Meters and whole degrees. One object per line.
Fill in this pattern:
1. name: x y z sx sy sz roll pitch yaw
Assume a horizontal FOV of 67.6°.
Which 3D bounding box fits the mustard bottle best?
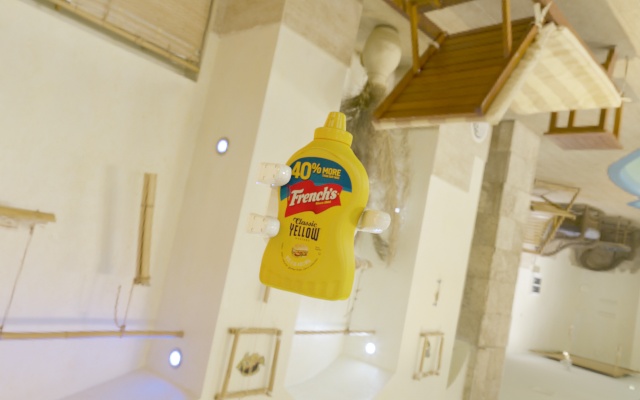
1. mustard bottle: 0.000 0.002 0.497 0.096 0.191 0.058 9 -6 25
